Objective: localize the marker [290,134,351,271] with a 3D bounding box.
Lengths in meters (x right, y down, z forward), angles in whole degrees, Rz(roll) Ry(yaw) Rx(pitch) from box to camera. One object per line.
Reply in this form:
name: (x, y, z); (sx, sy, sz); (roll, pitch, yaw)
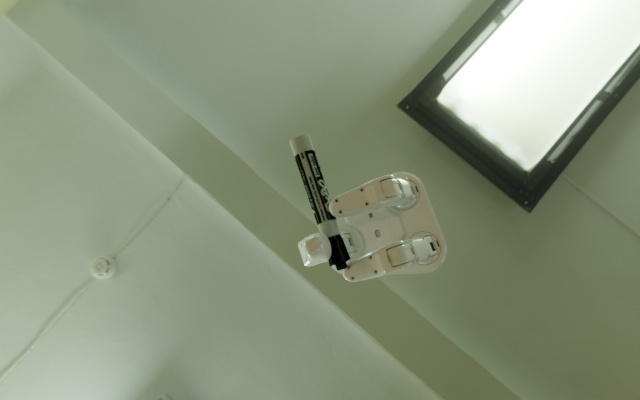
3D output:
marker: (0.000, 0.001, 0.413); (0.020, 0.121, 0.020); (-18, -10, -3)
